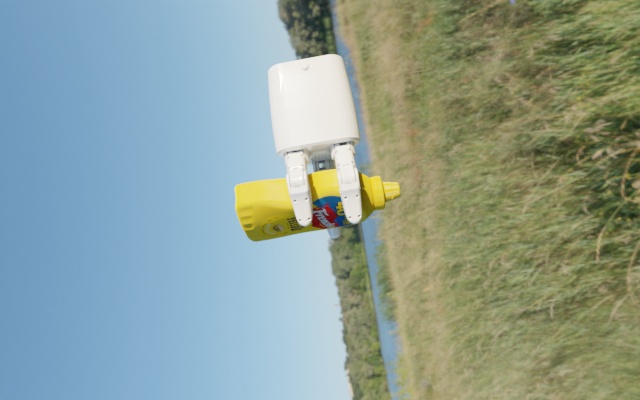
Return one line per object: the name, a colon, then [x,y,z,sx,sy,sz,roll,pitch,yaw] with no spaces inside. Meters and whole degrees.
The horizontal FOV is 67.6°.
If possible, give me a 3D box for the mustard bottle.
mustard bottle: [0.000,0.002,0.577,0.191,0.058,0.096,-10,-32,2]
